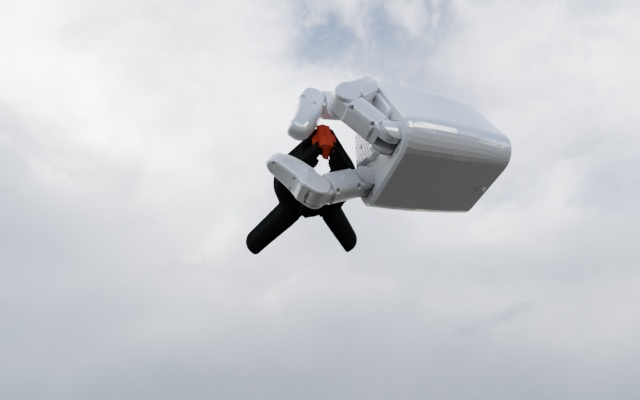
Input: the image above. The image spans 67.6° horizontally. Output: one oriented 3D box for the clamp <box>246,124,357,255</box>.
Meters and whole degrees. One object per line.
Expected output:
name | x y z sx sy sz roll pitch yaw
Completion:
clamp | 0.000 0.001 0.473 0.120 0.039 0.172 1 -39 -23
